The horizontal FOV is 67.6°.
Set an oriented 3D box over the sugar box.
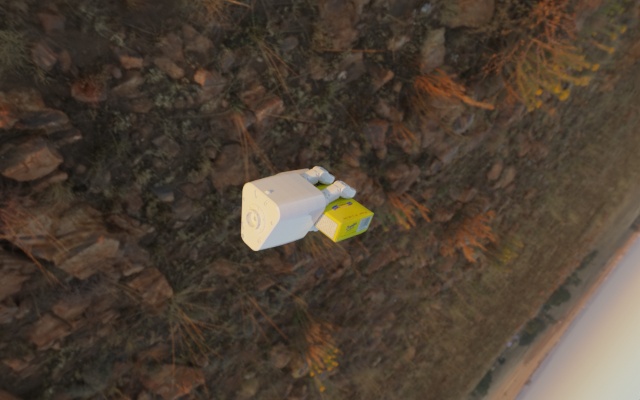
[{"bbox_3d":[0.000,0.002,0.867,0.176,0.048,0.093,38,33,30],"label":"sugar box"}]
